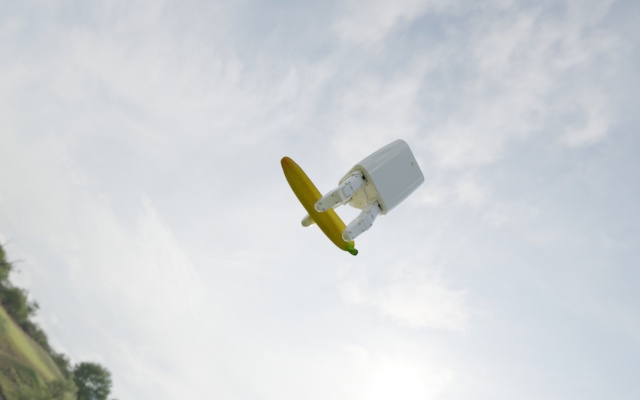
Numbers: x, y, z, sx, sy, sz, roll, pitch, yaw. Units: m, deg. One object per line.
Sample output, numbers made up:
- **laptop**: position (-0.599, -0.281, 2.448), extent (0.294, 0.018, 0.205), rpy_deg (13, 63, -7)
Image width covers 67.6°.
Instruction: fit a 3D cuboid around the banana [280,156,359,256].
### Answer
- **banana**: position (0.000, 0.011, 0.781), extent (0.037, 0.197, 0.070), rpy_deg (-36, -11, -17)
